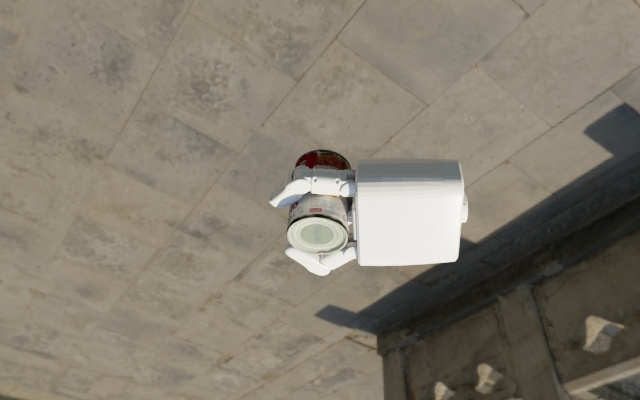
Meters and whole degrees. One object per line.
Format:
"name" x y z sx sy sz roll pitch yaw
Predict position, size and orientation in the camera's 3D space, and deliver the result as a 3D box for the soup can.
"soup can" 0.000 0.002 0.535 0.068 0.102 0.069 3 -42 2
